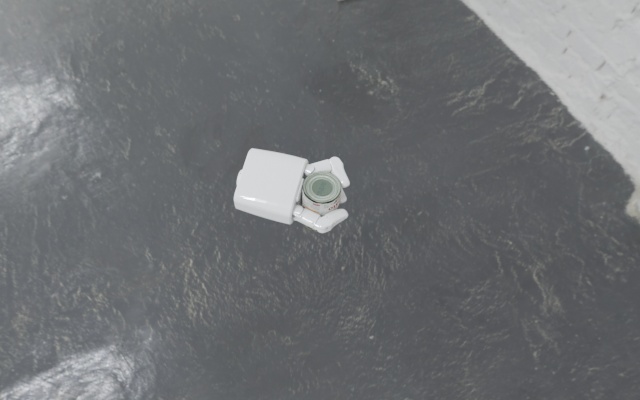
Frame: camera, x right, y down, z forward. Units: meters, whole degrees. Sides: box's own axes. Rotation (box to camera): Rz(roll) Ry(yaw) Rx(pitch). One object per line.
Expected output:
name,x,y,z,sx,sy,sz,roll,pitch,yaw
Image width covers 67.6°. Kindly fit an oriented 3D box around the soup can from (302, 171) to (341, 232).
soup can,0.001,0.003,0.852,0.068,0.068,0.102,0,-32,-3
